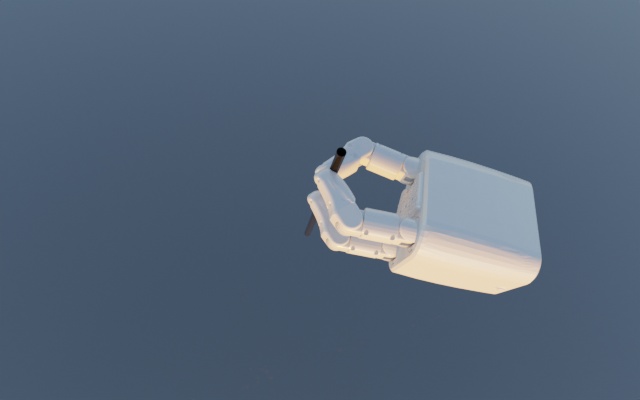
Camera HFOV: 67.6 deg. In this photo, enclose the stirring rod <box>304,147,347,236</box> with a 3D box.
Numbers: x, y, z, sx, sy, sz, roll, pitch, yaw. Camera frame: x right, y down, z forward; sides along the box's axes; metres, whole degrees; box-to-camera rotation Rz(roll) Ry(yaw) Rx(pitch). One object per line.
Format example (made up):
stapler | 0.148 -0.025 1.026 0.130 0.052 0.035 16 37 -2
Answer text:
stirring rod | 0.000 0.002 0.486 0.011 0.011 0.240 0 -19 -8
